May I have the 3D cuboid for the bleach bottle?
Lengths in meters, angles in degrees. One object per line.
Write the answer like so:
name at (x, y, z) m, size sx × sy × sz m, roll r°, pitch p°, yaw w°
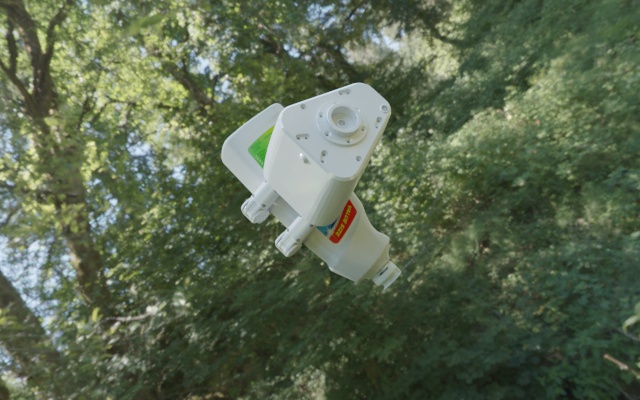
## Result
bleach bottle at (0.000, 0.002, 0.573) m, size 0.102 × 0.251 × 0.068 m, roll -42°, pitch -9°, yaw -25°
